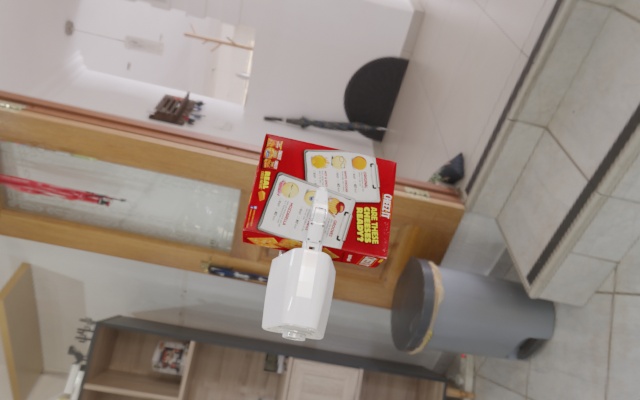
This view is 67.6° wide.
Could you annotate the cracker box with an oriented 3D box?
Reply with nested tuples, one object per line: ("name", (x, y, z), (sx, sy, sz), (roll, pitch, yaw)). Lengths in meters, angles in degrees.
("cracker box", (0.000, 0.002, 0.742), (0.214, 0.164, 0.072), (12, -22, -6))
